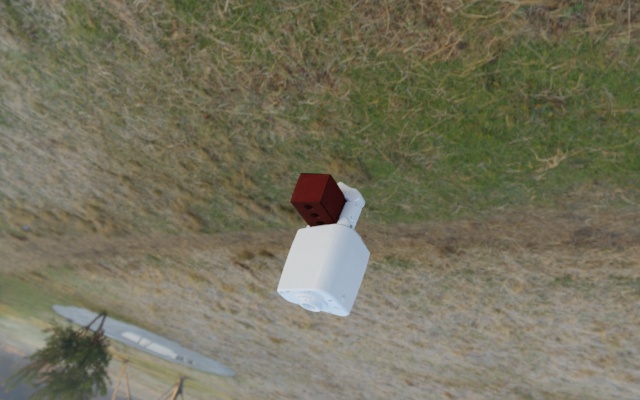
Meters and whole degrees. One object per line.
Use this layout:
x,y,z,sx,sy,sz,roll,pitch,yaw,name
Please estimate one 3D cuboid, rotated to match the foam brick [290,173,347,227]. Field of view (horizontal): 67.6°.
0.000,0.002,0.713,0.053,0.051,0.078,2,-33,31,foam brick
